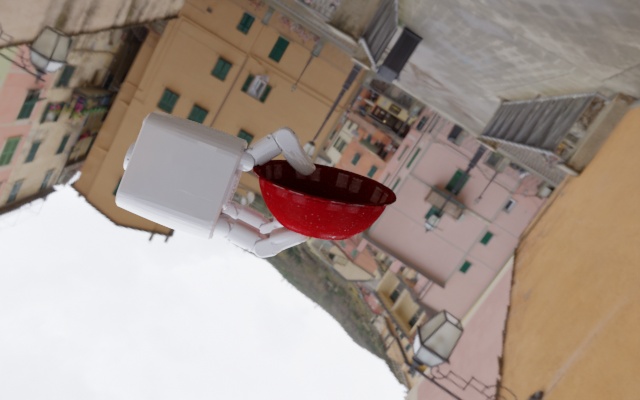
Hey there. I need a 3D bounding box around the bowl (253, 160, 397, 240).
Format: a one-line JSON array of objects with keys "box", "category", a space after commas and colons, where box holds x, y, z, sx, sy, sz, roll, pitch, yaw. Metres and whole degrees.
[{"box": [0.001, 0.003, 0.534, 0.162, 0.055, 0.162, 11, 15, -3], "category": "bowl"}]
